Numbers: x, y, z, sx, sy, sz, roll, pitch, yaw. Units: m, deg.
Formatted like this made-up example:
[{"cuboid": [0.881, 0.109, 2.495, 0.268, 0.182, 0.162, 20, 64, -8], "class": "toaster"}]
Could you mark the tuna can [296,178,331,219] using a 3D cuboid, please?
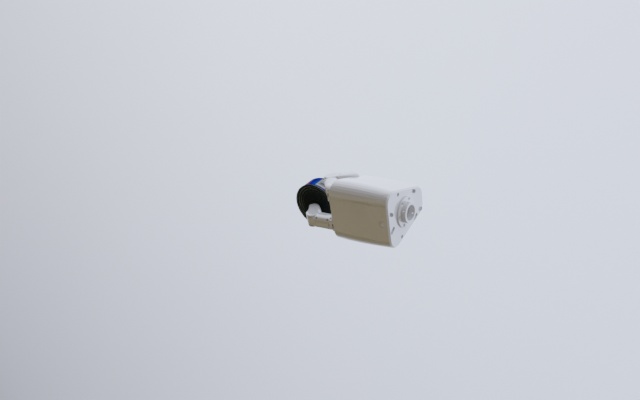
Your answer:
[{"cuboid": [0.000, 0.003, 0.861, 0.086, 0.086, 0.033, 0, 27, 40], "class": "tuna can"}]
